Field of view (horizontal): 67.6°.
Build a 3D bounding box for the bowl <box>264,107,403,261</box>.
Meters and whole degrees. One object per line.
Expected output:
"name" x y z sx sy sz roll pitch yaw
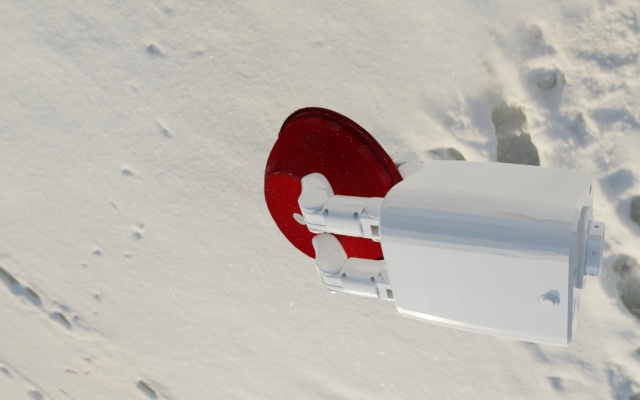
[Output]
"bowl" -0.001 0.002 0.428 0.055 0.162 0.162 -37 22 -32
